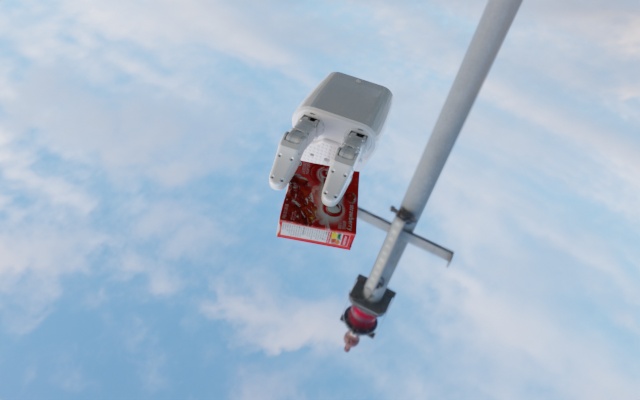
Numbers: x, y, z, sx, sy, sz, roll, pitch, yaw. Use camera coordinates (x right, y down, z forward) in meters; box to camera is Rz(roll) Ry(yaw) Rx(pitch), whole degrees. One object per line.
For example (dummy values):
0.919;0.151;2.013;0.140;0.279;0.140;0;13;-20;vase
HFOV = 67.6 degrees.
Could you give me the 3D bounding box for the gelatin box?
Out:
0.000;0.002;0.476;0.073;0.089;0.030;11;-43;-3;gelatin box
